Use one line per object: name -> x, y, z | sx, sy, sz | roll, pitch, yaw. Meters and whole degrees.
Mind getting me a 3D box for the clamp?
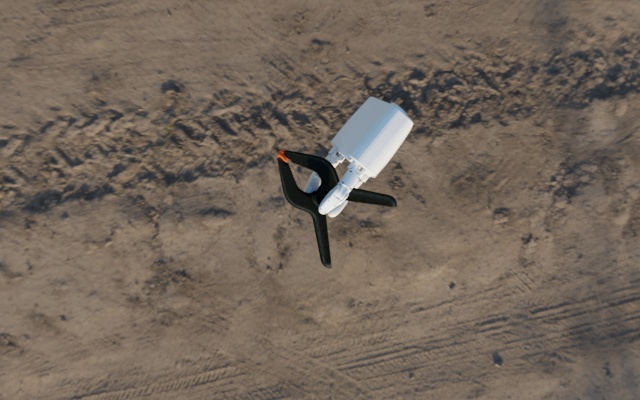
clamp -> 0.000, 0.002, 0.792 | 0.210, 0.164, 0.036 | 38, 5, -11
